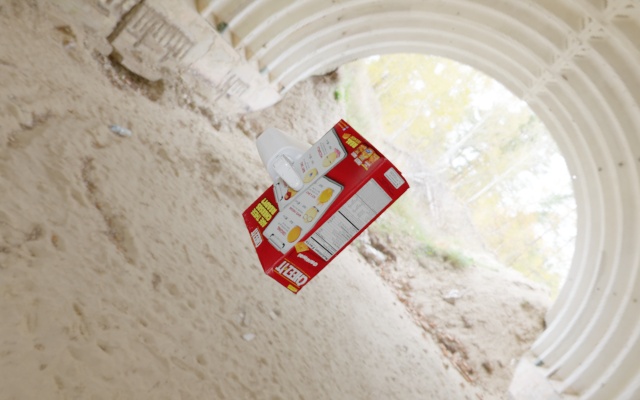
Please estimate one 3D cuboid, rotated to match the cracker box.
[{"bbox_3d":[0.000,0.002,0.674,0.072,0.214,0.164,42,7,-33],"label":"cracker box"}]
